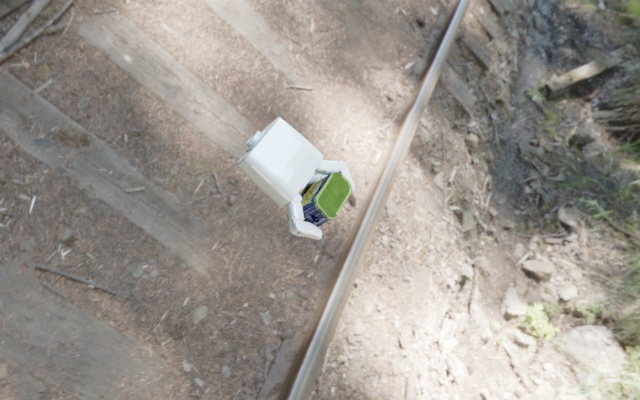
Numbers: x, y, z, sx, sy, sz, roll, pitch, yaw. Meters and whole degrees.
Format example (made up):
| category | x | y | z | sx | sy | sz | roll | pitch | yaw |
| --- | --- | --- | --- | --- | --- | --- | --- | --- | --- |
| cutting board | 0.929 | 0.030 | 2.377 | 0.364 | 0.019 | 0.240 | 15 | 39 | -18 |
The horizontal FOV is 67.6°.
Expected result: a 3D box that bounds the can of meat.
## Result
| category | x | y | z | sx | sy | sz | roll | pitch | yaw |
| --- | --- | --- | --- | --- | --- | --- | --- | --- | --- |
| can of meat | 0.000 | 0.003 | 0.851 | 0.084 | 0.057 | 0.102 | -30 | 21 | 47 |
